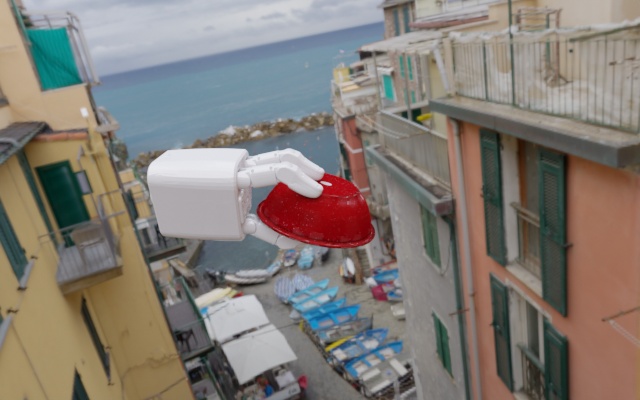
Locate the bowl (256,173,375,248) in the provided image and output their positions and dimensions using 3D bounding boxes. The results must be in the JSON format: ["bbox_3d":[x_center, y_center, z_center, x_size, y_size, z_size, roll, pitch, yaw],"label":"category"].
[{"bbox_3d":[0.001,0.002,0.629,0.162,0.055,0.162,12,20,-4],"label":"bowl"}]
